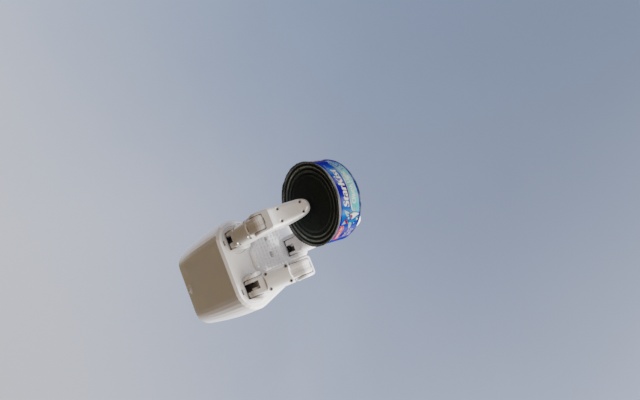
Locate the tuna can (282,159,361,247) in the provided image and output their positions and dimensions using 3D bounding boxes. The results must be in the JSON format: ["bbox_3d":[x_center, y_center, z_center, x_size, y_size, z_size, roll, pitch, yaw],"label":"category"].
[{"bbox_3d":[0.001,0.001,0.483,0.034,0.086,0.086,-12,8,-42],"label":"tuna can"}]
